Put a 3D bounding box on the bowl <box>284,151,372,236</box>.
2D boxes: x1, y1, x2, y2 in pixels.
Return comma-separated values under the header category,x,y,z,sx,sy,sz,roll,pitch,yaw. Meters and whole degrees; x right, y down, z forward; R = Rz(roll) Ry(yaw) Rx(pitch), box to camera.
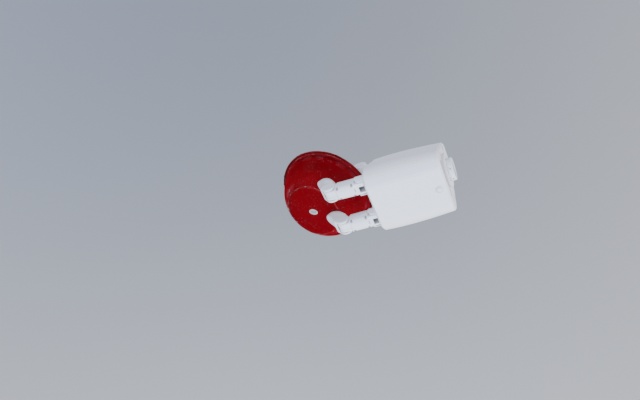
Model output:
category,x,y,z,sx,sy,sz,roll,pitch,yaw
bowl,-0.001,0.003,0.780,0.162,0.162,0.055,0,32,29
